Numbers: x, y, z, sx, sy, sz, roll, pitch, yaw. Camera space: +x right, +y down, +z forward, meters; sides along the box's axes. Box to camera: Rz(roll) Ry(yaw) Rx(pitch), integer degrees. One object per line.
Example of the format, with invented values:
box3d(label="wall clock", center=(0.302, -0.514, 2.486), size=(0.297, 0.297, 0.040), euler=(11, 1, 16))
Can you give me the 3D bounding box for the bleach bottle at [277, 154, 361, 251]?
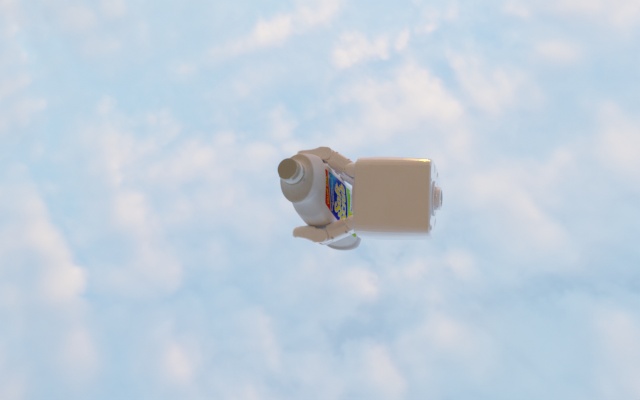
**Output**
box3d(label="bleach bottle", center=(0.000, 0.002, 0.714), size=(0.068, 0.102, 0.251), euler=(2, -15, 22))
